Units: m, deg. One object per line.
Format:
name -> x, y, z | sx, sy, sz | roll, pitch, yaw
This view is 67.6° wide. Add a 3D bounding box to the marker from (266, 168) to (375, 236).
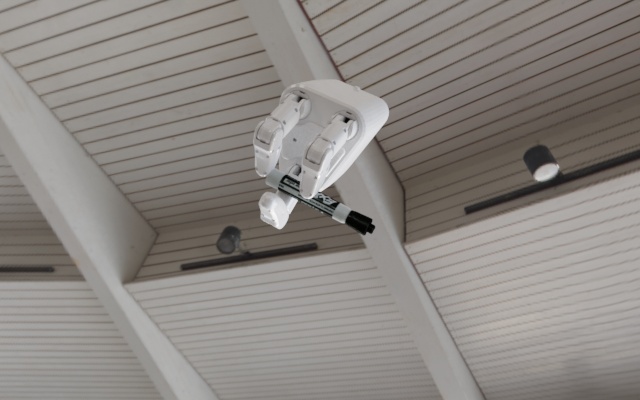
marker -> 0.000, 0.002, 0.481 | 0.121, 0.020, 0.020 | 27, 7, 13
